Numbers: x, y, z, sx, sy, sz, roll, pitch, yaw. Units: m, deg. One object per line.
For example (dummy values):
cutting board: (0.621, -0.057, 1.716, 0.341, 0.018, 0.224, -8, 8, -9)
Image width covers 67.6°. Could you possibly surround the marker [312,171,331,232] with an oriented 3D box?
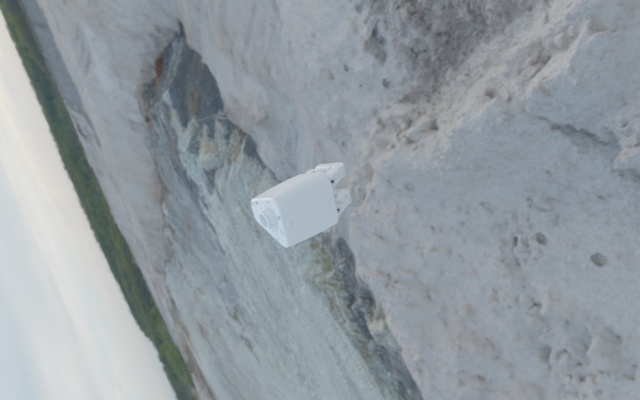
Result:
marker: (0.000, 0.003, 0.882, 0.020, 0.121, 0.020, -10, 25, 5)
